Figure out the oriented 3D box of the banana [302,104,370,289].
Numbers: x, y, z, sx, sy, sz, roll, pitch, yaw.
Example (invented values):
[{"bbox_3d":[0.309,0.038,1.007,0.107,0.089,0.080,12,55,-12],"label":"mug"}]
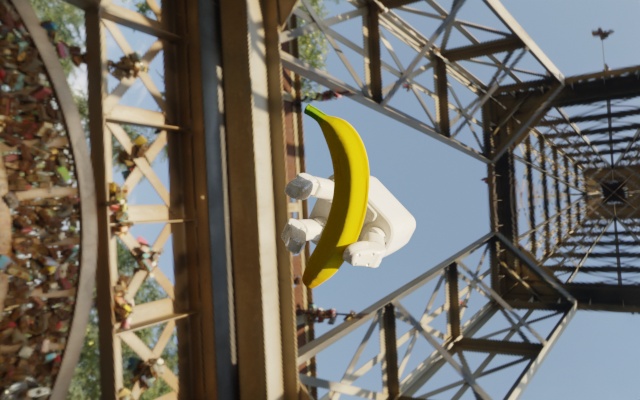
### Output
[{"bbox_3d":[0.017,0.000,0.505,0.069,0.198,0.037,5,7,24],"label":"banana"}]
